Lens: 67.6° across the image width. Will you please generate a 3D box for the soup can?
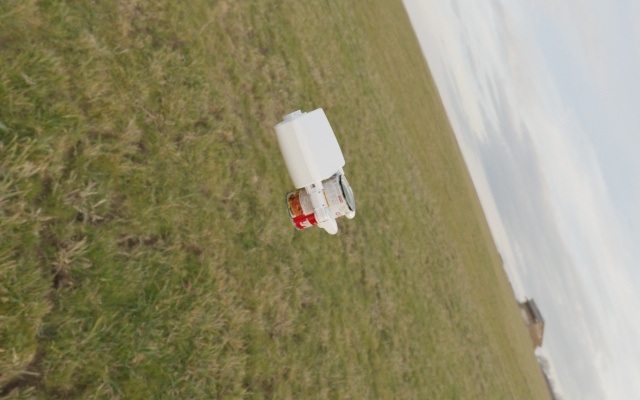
[{"bbox_3d":[0.001,0.003,0.811,0.102,0.068,0.068,-19,-5,14],"label":"soup can"}]
